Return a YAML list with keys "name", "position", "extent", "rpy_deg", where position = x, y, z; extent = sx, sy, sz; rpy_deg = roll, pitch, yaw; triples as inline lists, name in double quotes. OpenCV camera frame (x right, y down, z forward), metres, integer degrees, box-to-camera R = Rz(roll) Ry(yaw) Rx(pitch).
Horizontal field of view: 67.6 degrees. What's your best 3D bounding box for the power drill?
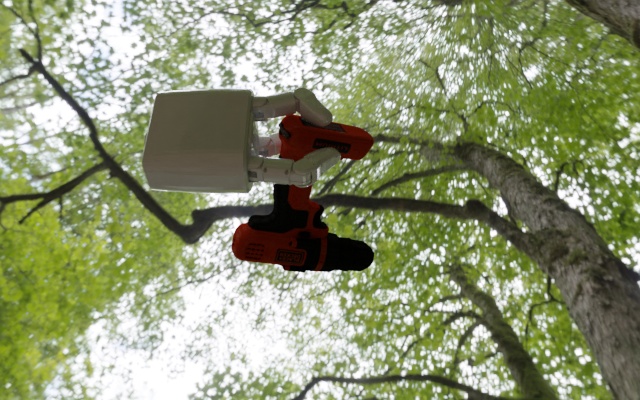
- name: "power drill"
  position: [0.000, 0.001, 0.570]
  extent: [0.184, 0.188, 0.057]
  rpy_deg: [8, 22, -20]
